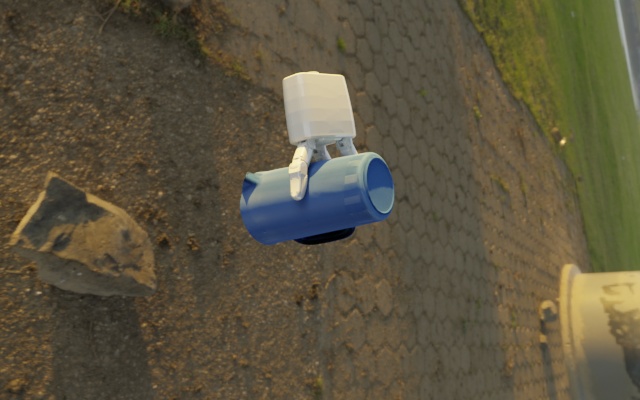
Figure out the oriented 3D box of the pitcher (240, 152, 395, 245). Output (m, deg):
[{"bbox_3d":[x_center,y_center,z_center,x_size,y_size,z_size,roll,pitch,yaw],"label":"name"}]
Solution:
[{"bbox_3d":[0.000,0.002,0.800,0.243,0.145,0.149,-11,-4,35],"label":"pitcher"}]
